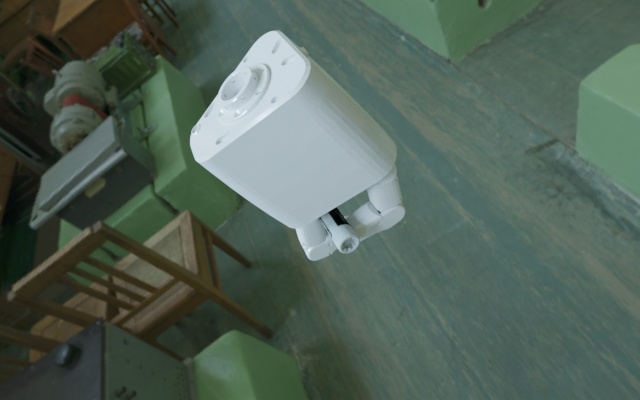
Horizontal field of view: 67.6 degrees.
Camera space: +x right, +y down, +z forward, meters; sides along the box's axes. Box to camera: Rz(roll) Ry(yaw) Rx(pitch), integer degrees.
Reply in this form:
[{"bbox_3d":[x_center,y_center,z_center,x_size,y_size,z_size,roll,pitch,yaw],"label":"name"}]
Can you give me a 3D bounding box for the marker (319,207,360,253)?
[{"bbox_3d":[0.000,0.001,0.422,0.020,0.020,0.121,0,34,-28],"label":"marker"}]
